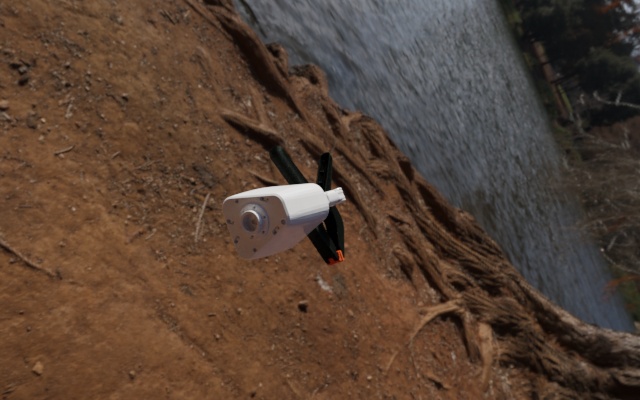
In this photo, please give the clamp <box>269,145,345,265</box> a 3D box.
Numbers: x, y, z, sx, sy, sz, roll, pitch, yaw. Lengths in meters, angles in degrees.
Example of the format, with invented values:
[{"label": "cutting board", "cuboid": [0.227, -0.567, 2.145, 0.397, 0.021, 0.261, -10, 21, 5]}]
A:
[{"label": "clamp", "cuboid": [0.001, 0.003, 0.808, 0.036, 0.210, 0.164, -24, -5, 32]}]
